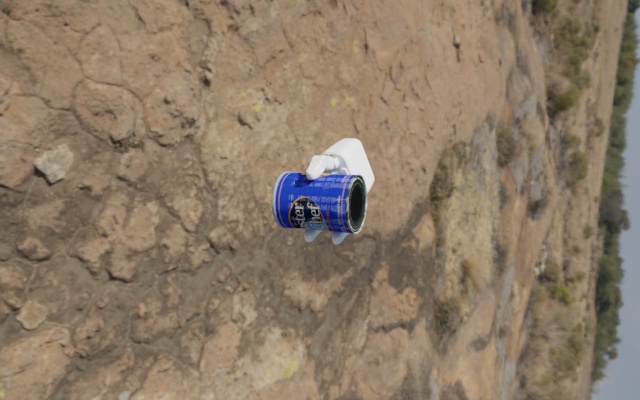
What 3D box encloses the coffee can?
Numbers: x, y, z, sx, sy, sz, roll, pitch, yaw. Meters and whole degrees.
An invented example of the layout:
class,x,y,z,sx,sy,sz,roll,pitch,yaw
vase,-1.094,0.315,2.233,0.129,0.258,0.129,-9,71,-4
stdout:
class,x,y,z,sx,sy,sz,roll,pitch,yaw
coffee can,0.000,0.003,0.837,0.140,0.103,0.103,3,1,23
